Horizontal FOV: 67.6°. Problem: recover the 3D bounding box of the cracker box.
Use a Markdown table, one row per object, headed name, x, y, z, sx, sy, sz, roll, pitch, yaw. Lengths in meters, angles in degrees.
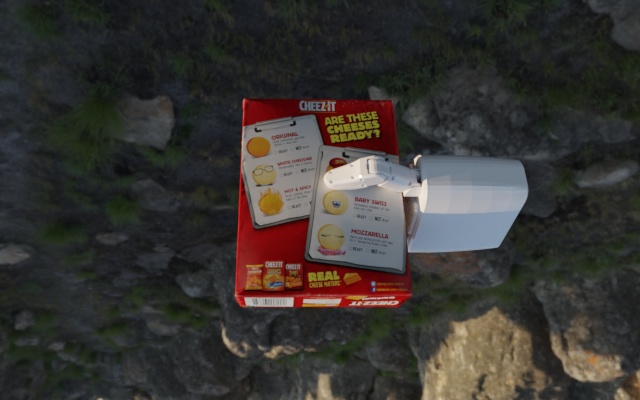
| name | x | y | z | sx | sy | sz | roll | pitch | yaw |
| --- | --- | --- | --- | --- | --- | --- | --- | --- | --- |
| cracker box | 0.000 | 0.002 | 0.498 | 0.164 | 0.213 | 0.072 | 0 | -23 | -4 |
